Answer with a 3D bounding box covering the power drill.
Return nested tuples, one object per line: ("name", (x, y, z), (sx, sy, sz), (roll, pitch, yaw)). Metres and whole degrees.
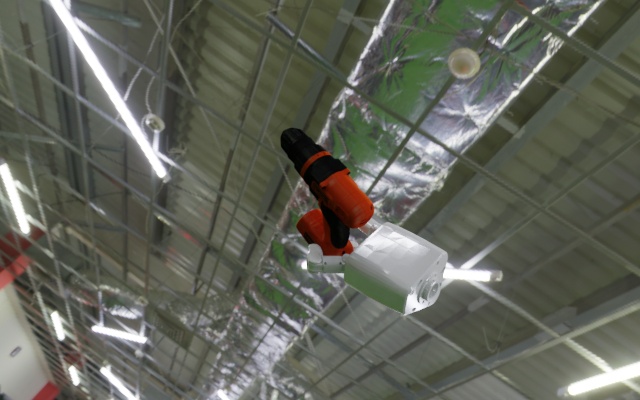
("power drill", (0.000, 0.003, 0.711), (0.057, 0.184, 0.188), (-29, -28, -19))
